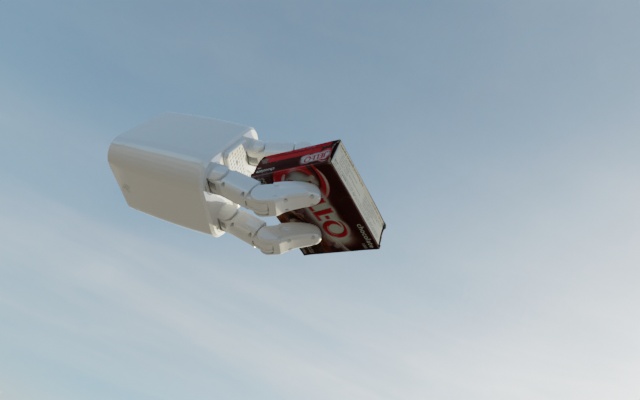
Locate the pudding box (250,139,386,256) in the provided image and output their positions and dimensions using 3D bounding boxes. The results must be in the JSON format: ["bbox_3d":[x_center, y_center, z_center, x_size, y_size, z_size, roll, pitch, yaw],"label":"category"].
[{"bbox_3d":[0.000,0.001,0.459,0.090,0.039,0.113,-8,-49,34],"label":"pudding box"}]
